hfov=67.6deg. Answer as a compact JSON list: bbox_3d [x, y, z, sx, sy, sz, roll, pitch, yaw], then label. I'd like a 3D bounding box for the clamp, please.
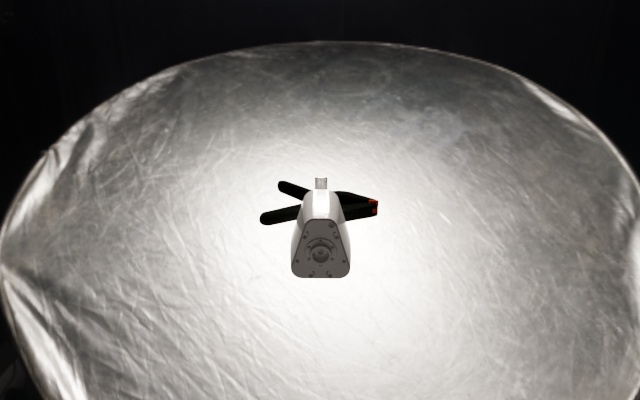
[{"bbox_3d":[0.001,0.002,0.884,0.210,0.036,0.164,1,26,0],"label":"clamp"}]
